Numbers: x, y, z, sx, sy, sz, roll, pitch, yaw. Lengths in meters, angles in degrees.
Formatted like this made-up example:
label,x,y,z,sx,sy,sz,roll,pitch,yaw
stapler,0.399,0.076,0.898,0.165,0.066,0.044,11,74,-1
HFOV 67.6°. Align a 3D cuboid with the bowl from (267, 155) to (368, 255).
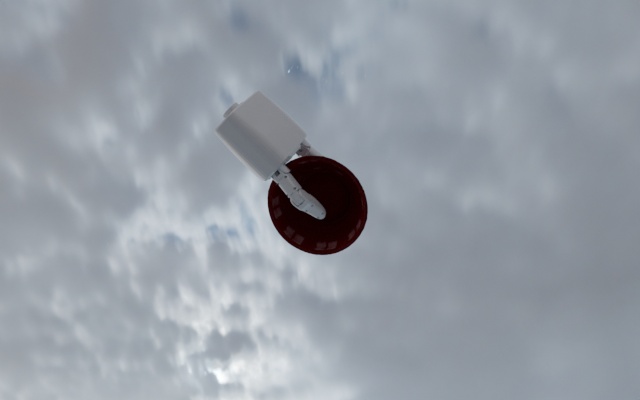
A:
label,x,y,z,sx,sy,sz,roll,pitch,yaw
bowl,0.001,0.004,0.759,0.162,0.162,0.055,0,17,17
